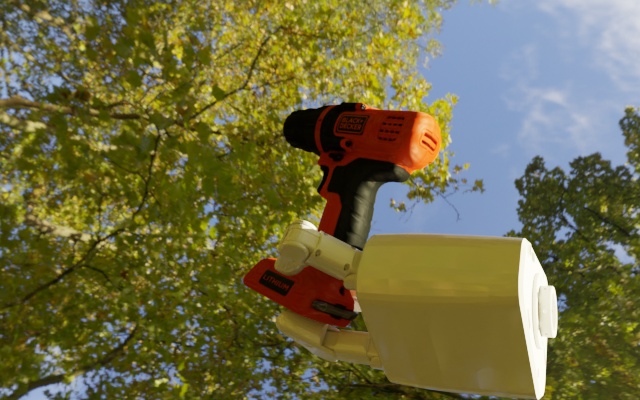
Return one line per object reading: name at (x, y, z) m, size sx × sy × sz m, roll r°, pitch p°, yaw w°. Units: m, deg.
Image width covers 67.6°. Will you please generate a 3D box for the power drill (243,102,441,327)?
power drill at (0.000, 0.002, 0.424) m, size 0.057 × 0.187 × 0.184 m, roll 25°, pitch -7°, yaw -38°
